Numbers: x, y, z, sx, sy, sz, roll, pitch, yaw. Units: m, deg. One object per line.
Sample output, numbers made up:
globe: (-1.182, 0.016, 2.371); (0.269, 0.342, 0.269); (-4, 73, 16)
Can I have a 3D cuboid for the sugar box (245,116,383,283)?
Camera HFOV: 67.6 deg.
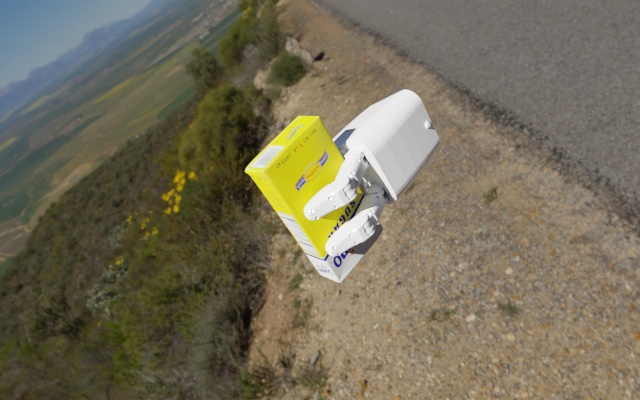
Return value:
sugar box: (0.000, 0.002, 0.545); (0.093, 0.176, 0.048); (-48, 31, -22)
